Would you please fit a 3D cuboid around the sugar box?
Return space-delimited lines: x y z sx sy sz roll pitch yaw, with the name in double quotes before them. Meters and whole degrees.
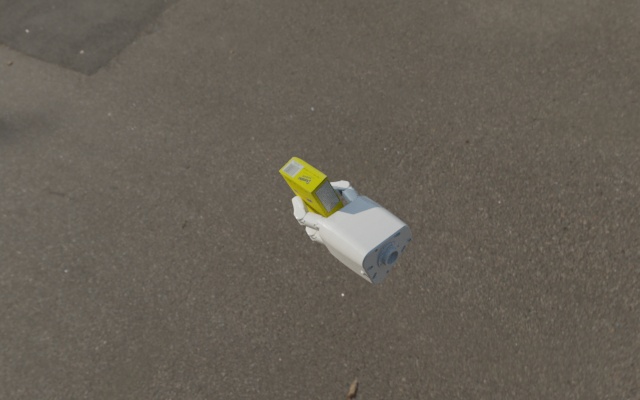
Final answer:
"sugar box" 0.000 0.003 0.871 0.093 0.048 0.176 35 -17 40
